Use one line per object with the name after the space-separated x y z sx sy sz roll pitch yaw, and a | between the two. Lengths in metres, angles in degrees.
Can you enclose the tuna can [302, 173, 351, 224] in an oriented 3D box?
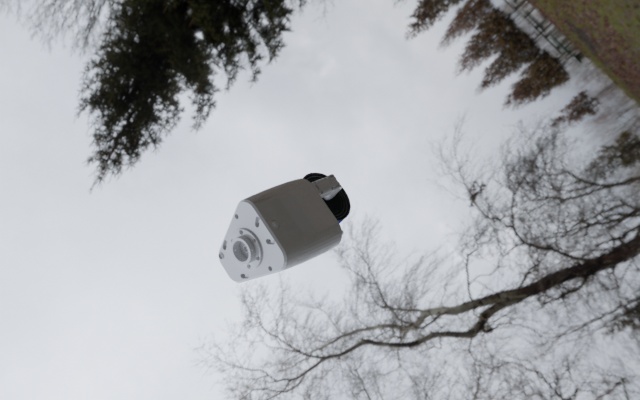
0.000 0.003 0.705 0.086 0.086 0.034 0 -35 -40 | tuna can
